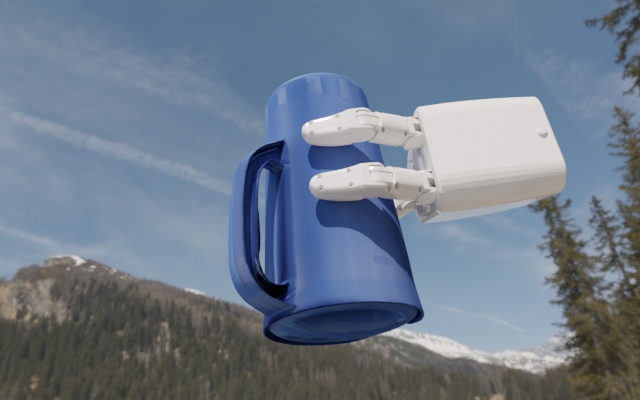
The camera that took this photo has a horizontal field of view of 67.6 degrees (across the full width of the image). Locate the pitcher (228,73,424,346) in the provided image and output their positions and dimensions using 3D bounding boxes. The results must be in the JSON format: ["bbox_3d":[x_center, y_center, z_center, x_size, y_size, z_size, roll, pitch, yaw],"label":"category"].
[{"bbox_3d":[0.000,0.001,0.439,0.145,0.242,0.149,-7,-28,0],"label":"pitcher"}]
